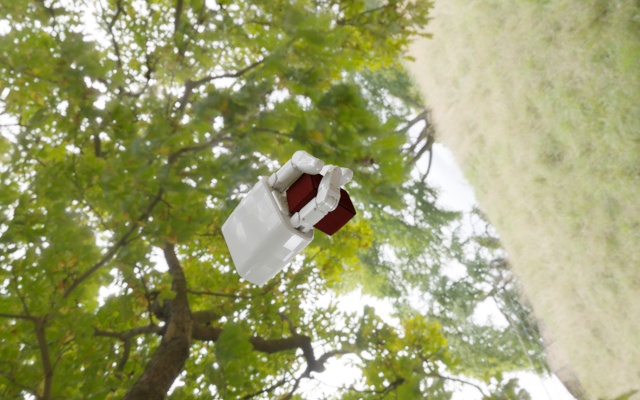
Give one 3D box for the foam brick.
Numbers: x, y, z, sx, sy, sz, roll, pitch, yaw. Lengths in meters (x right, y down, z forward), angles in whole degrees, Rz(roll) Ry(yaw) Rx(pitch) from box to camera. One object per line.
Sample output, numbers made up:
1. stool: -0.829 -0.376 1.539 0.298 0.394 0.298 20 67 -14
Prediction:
1. foam brick: 0.000 0.002 0.653 0.078 0.051 0.053 32 24 -31
